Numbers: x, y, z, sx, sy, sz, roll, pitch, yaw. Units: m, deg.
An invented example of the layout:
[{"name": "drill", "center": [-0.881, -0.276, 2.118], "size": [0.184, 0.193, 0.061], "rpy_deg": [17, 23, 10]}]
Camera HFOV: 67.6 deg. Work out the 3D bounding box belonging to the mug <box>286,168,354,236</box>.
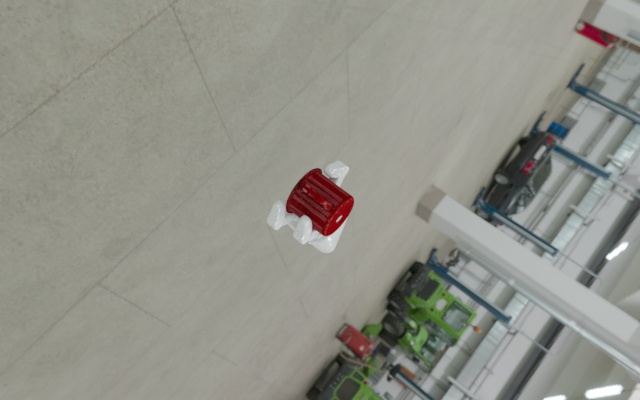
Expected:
[{"name": "mug", "center": [0.000, 0.002, 0.786], "size": [0.081, 0.093, 0.117], "rpy_deg": [37, -7, 18]}]
